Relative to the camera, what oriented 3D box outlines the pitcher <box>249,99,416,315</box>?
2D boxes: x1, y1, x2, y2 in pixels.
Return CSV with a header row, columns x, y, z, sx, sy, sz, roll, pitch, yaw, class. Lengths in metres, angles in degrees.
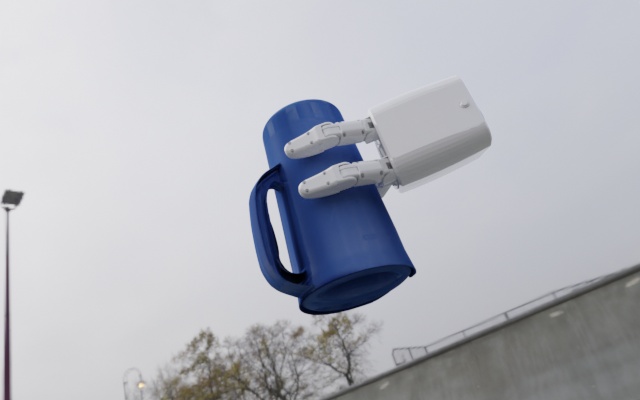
x,y,z,sx,sy,sz,roll,pitch,yaw,class
0.000,0.002,0.560,0.145,0.242,0.149,-22,-27,6,pitcher
